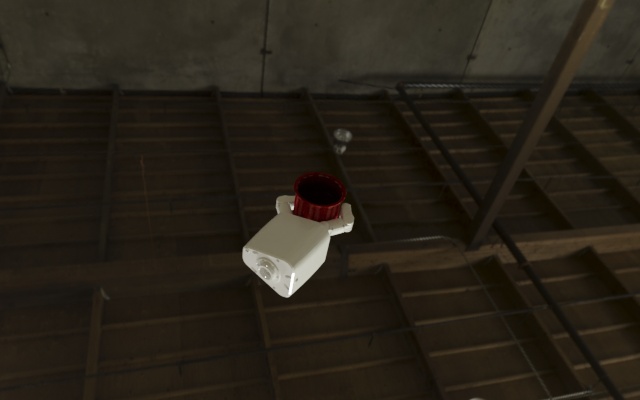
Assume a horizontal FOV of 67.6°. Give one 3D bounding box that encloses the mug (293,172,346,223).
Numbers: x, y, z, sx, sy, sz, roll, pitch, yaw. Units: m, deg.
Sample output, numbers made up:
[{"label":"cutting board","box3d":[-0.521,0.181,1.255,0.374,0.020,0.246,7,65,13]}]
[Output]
[{"label":"mug","box3d":[0.001,0.002,0.870,0.093,0.082,0.117,30,45,19]}]
